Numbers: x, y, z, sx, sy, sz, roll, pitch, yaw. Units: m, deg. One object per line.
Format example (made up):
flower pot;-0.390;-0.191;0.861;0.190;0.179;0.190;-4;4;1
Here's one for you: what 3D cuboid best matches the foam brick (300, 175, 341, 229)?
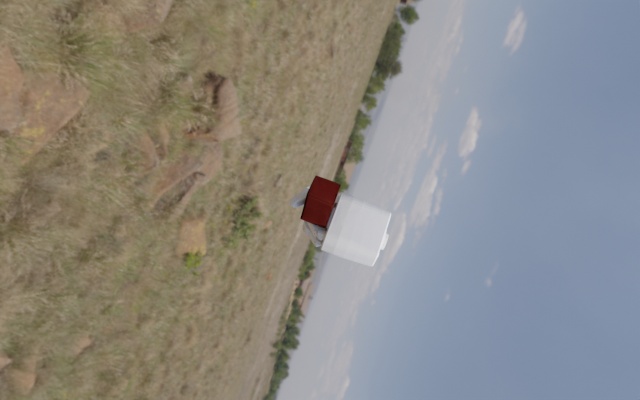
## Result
foam brick;0.000;0.003;0.877;0.051;0.053;0.078;21;-38;3
